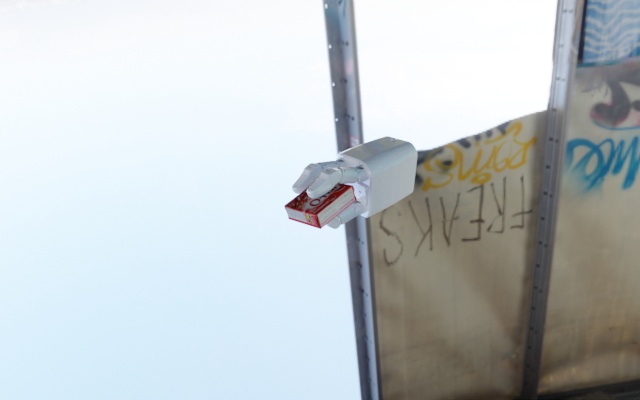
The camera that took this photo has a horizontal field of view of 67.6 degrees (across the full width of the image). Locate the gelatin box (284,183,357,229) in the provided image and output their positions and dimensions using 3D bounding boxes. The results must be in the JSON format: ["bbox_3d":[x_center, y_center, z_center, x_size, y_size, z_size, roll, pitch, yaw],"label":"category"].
[{"bbox_3d":[0.000,0.003,0.742,0.073,0.030,0.089,15,43,44],"label":"gelatin box"}]
